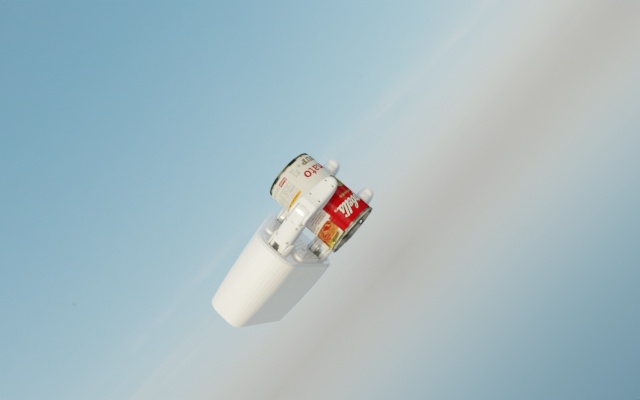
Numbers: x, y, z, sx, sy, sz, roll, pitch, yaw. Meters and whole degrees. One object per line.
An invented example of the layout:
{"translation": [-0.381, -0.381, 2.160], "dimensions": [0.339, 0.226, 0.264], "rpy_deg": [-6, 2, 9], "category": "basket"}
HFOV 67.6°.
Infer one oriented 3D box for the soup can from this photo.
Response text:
{"translation": [0.000, 0.001, 0.554], "dimensions": [0.102, 0.068, 0.068], "rpy_deg": [41, 10, 11], "category": "soup can"}
